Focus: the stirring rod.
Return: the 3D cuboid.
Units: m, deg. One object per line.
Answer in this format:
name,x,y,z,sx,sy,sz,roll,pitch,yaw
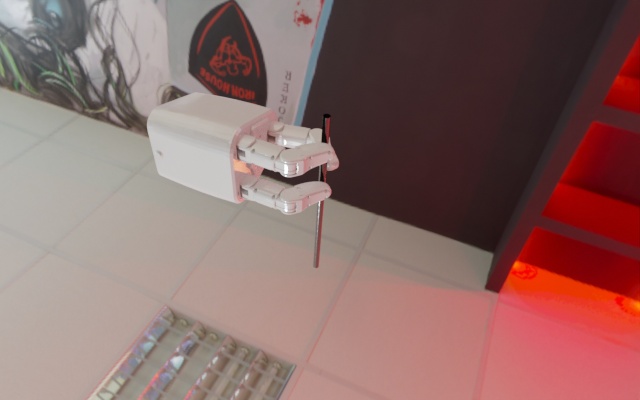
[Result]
stirring rod,0.000,0.002,0.561,0.011,0.240,0.011,2,44,-2
